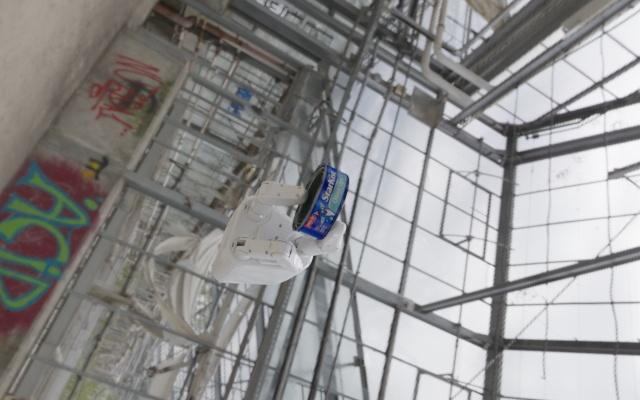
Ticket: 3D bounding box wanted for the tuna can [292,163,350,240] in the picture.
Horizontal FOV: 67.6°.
[{"bbox_3d":[0.001,0.002,0.550,0.034,0.086,0.086,24,-5,-11],"label":"tuna can"}]
